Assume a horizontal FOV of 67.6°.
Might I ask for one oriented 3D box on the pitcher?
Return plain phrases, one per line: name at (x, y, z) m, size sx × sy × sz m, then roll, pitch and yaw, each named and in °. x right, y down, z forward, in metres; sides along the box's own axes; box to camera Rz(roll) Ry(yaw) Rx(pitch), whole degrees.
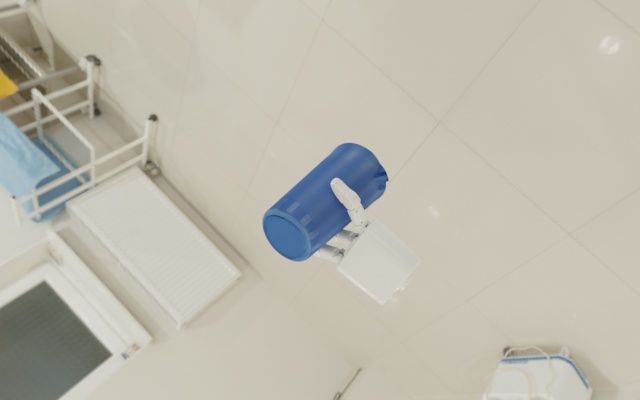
pitcher at (0.000, 0.003, 0.885) m, size 0.242 × 0.145 × 0.149 m, roll -41°, pitch -13°, yaw -40°
